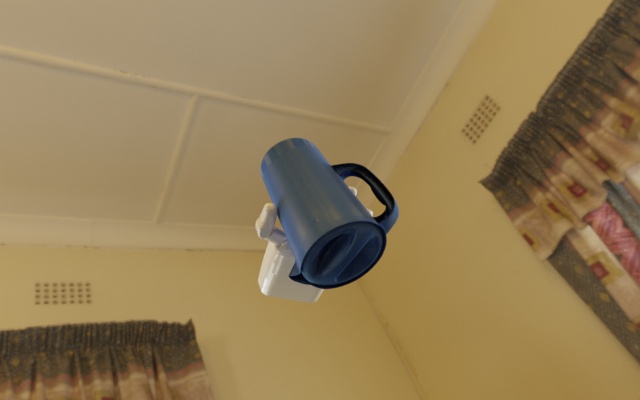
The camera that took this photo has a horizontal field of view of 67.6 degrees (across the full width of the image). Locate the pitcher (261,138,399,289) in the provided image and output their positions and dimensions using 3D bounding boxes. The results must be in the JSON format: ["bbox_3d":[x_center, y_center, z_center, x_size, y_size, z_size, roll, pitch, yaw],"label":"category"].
[{"bbox_3d":[0.000,0.003,0.746,0.149,0.145,0.242,0,39,-29],"label":"pitcher"}]
